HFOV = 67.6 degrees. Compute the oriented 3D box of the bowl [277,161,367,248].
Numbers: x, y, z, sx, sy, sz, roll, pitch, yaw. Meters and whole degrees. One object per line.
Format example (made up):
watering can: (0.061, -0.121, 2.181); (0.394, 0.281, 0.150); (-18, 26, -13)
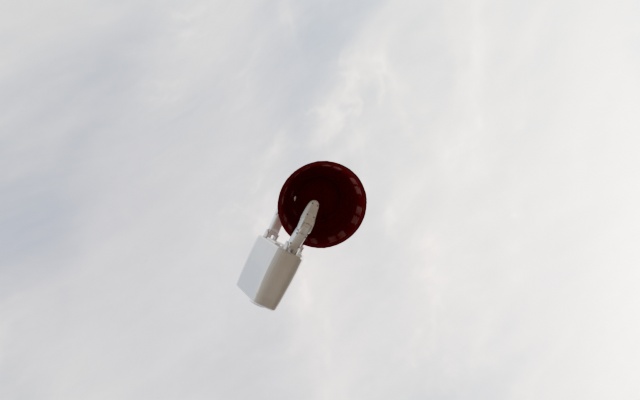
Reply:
bowl: (0.001, 0.002, 0.871); (0.162, 0.162, 0.055); (0, 15, -9)
